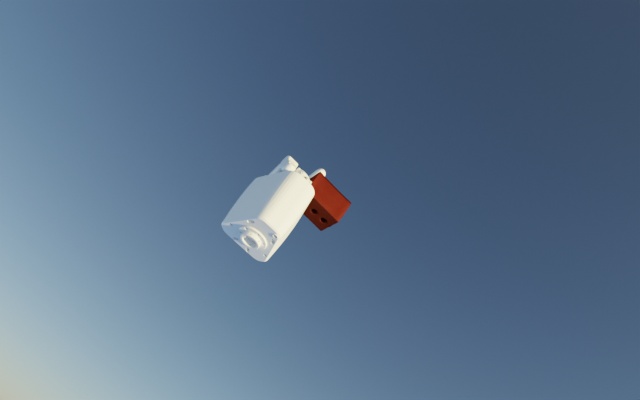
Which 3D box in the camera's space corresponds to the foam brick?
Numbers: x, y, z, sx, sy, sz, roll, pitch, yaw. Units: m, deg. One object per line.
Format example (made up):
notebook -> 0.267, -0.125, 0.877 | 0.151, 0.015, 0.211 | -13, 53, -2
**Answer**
foam brick -> 0.000, 0.003, 0.794 | 0.053, 0.078, 0.051 | -31, 20, 48
